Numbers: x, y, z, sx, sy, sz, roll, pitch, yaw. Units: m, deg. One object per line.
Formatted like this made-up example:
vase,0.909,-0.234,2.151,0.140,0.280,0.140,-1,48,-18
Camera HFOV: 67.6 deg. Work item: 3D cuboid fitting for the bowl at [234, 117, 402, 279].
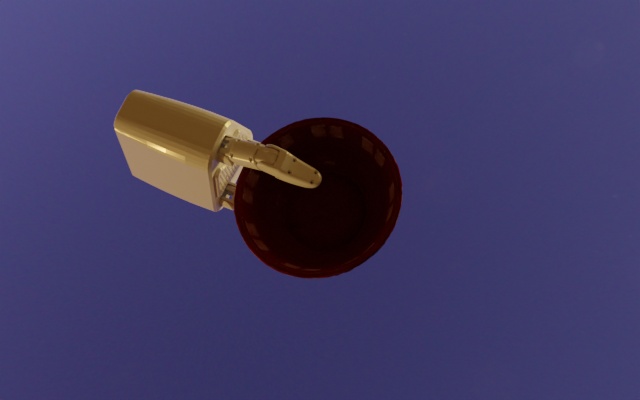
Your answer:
bowl,0.001,0.002,0.472,0.162,0.162,0.055,0,-20,11
